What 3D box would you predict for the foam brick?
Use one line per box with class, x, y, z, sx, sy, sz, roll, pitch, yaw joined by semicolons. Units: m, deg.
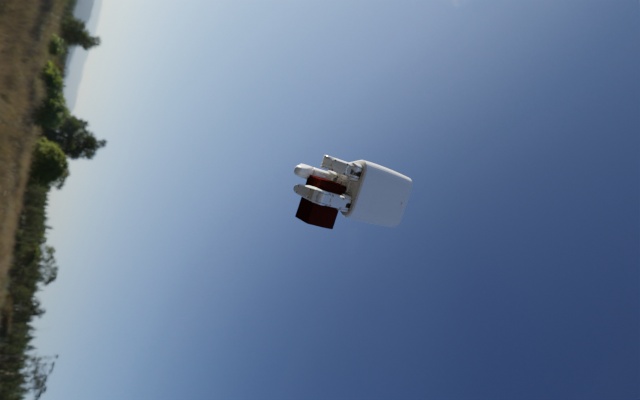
foam brick;0.000;0.003;0.805;0.051;0.078;0.053;15;7;-29
